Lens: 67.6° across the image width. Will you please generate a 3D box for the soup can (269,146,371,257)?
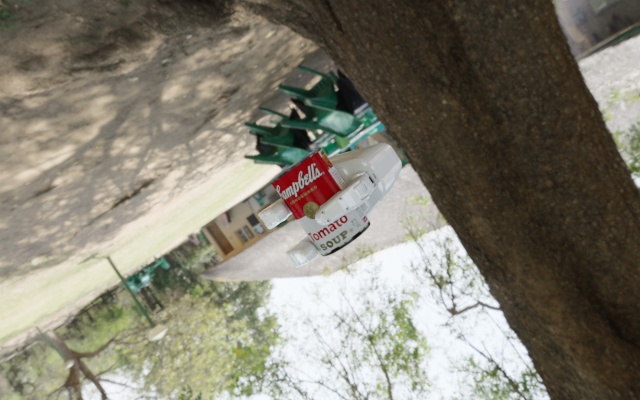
[{"bbox_3d":[0.000,0.002,0.525,0.068,0.102,0.068,-34,4,3],"label":"soup can"}]
